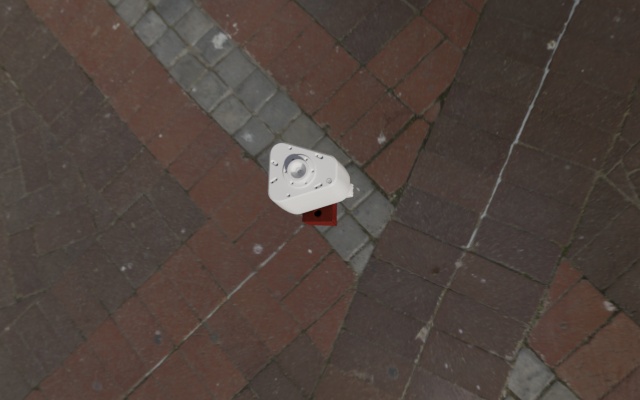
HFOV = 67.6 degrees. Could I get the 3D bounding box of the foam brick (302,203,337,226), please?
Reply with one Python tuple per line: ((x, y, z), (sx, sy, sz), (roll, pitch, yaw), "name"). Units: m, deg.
((0.000, 0.003, 0.817), (0.053, 0.078, 0.051), (0, -9, 11), "foam brick")
